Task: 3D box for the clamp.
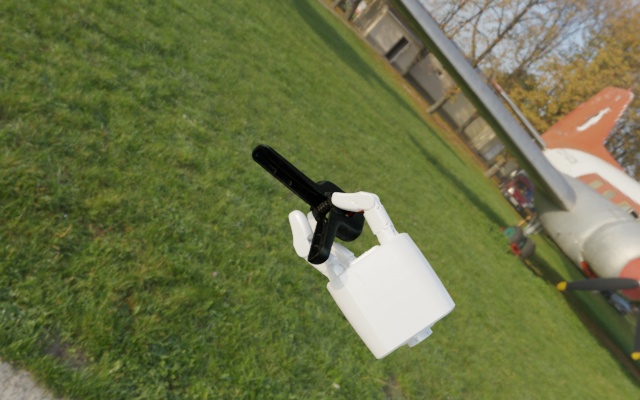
[{"bbox_3d":[0.001,0.002,0.626,0.036,0.164,0.210,-37,-16,21],"label":"clamp"}]
